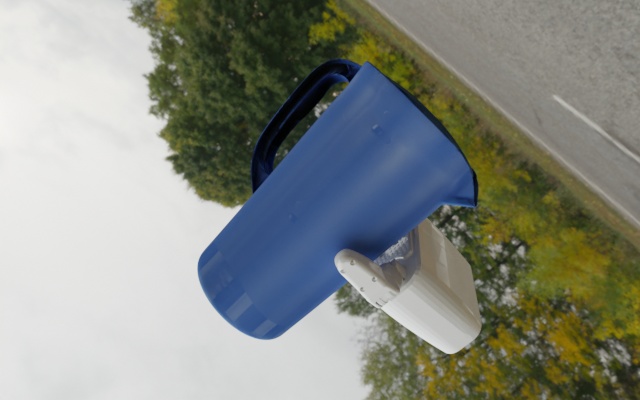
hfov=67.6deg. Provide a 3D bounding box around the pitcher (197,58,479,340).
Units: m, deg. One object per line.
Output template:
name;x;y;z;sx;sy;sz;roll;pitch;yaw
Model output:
pitcher;0.000;0.002;0.427;0.145;0.243;0.149;40;15;-23
